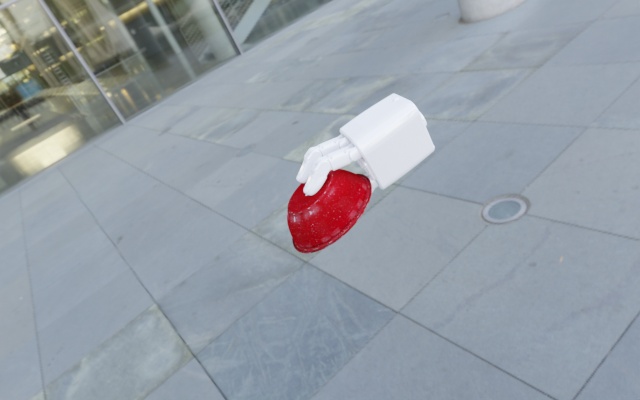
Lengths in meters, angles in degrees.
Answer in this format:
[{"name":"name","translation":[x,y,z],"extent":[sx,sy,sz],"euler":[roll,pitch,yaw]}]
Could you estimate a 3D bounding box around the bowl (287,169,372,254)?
[{"name":"bowl","translation":[-0.001,0.003,0.746],"extent":[0.055,0.162,0.162],"euler":[45,-23,-26]}]
